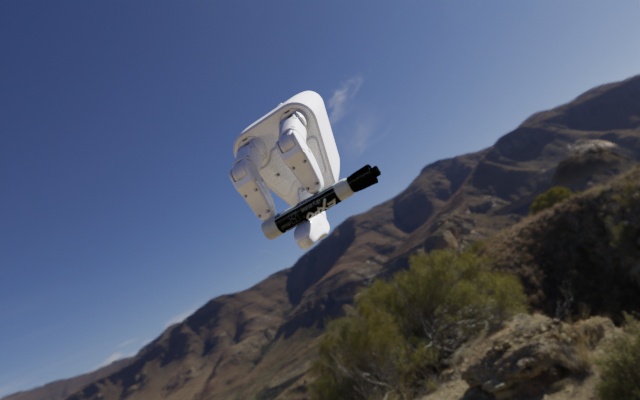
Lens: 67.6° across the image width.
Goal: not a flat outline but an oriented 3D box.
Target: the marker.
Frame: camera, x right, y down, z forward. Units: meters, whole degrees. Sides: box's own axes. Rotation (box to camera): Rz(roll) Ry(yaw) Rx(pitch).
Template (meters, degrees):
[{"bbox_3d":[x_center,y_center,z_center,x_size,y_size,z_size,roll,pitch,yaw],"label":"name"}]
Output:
[{"bbox_3d":[0.000,0.001,0.432,0.121,0.020,0.020,-29,-9,17],"label":"marker"}]
